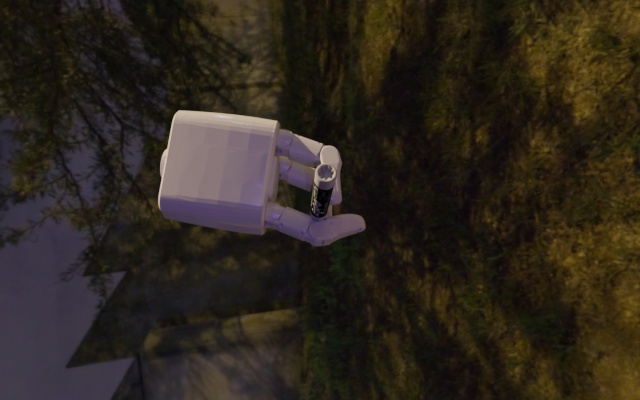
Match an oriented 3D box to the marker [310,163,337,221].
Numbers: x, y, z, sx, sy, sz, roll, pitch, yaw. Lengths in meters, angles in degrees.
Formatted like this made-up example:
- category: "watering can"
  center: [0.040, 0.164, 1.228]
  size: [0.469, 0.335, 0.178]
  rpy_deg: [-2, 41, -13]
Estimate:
- category: "marker"
  center: [0.000, 0.002, 0.458]
  size: [0.020, 0.020, 0.121]
  rpy_deg: [0, -25, -5]
